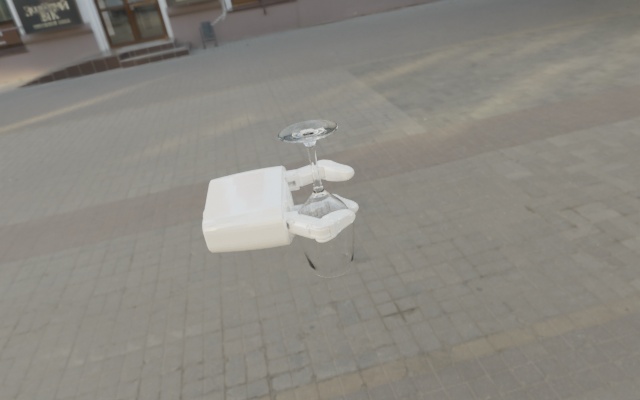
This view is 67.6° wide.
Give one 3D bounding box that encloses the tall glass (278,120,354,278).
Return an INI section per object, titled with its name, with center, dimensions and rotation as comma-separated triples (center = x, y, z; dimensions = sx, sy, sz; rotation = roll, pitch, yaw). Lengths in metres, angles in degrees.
[tall glass]
center = 0.000, 0.001, 0.625
dimensions = 0.079, 0.201, 0.079
rotation = -9, 26, 4
